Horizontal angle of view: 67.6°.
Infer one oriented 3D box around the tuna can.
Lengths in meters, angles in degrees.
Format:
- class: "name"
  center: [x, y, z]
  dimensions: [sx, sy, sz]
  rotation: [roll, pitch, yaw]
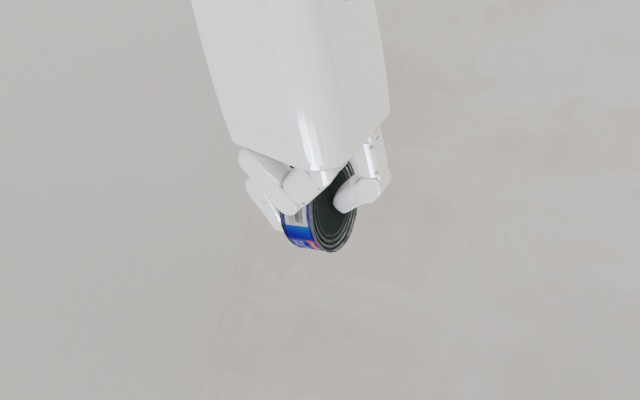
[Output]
- class: "tuna can"
  center: [0.000, 0.001, 0.421]
  dimensions: [0.034, 0.086, 0.086]
  rotation: [5, 2, 29]
